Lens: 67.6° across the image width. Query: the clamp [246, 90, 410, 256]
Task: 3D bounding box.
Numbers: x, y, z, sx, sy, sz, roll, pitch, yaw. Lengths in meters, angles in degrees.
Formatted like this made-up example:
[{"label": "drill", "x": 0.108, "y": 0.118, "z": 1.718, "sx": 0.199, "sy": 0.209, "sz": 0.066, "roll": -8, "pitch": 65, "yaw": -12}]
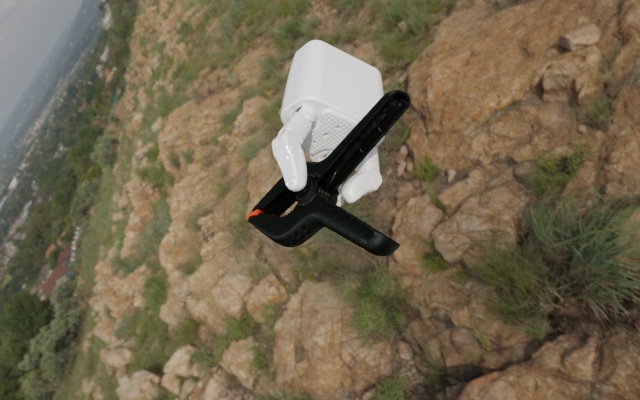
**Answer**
[{"label": "clamp", "x": -0.001, "y": 0.001, "z": 0.458, "sx": 0.036, "sy": 0.164, "sz": 0.210, "roll": 33, "pitch": -44, "yaw": -33}]
